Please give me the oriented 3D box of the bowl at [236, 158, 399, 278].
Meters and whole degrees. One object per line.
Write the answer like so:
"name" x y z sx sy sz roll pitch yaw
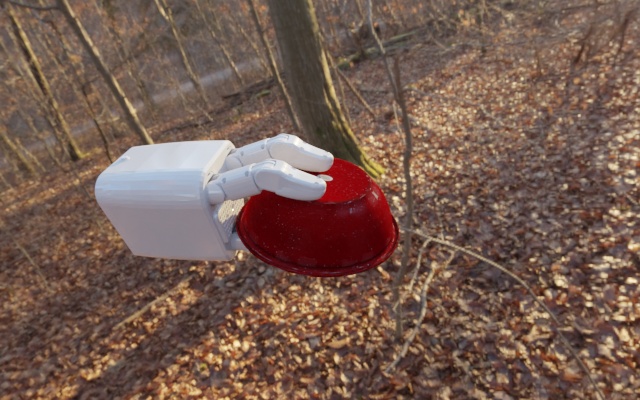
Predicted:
"bowl" 0.001 0.001 0.461 0.162 0.055 0.162 4 32 -3
